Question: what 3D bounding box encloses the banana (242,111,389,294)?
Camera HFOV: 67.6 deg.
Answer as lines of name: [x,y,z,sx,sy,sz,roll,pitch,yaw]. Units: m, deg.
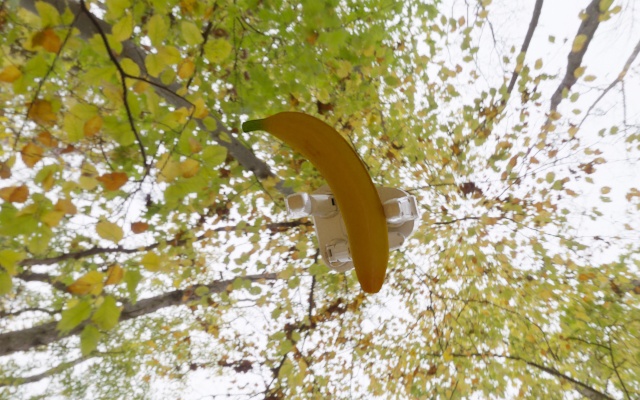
banana: [0.012,-0.013,0.430,0.069,0.197,0.037,-40,-12,12]
